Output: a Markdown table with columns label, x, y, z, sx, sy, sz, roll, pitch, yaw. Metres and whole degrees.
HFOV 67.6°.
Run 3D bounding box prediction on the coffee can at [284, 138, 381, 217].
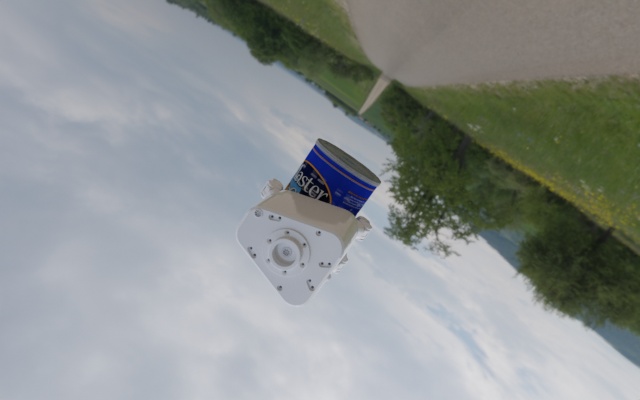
| label | x | y | z | sx | sy | sz | roll | pitch | yaw |
| --- | --- | --- | --- | --- | --- | --- | --- | --- | --- |
| coffee can | 0.000 | 0.002 | 0.647 | 0.103 | 0.140 | 0.102 | 33 | 13 | -8 |
